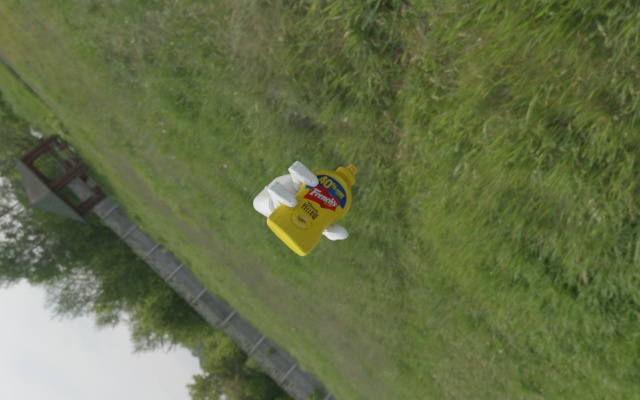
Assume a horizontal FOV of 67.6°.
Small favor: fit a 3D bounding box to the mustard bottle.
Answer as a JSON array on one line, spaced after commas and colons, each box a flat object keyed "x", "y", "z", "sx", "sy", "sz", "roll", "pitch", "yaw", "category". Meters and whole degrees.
[{"x": 0.000, "y": 0.003, "z": 0.869, "sx": 0.096, "sy": 0.191, "sz": 0.058, "roll": 43, "pitch": -19, "yaw": 6, "category": "mustard bottle"}]
